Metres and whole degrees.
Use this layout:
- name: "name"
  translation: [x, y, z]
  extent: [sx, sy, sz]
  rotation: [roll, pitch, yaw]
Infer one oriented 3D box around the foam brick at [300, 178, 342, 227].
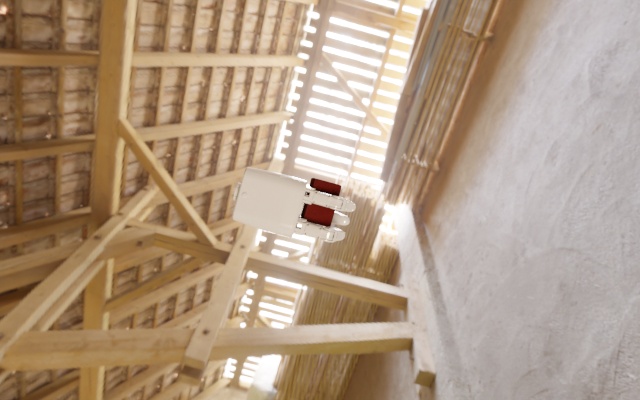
- name: "foam brick"
  translation: [0.000, 0.002, 0.833]
  extent: [0.051, 0.078, 0.053]
  rotation: [16, 1, -6]
